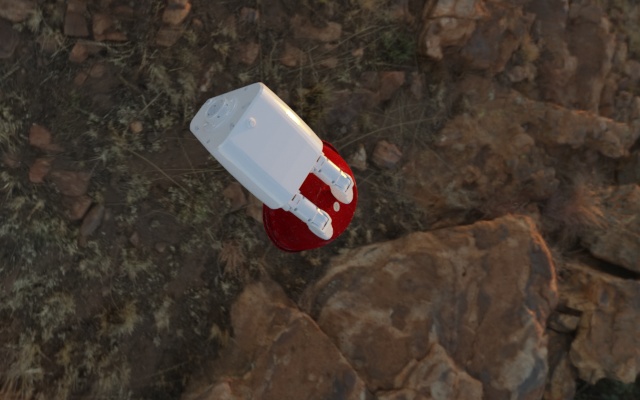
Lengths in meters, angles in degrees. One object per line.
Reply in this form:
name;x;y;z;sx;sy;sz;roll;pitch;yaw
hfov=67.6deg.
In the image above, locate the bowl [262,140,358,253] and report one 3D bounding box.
bowl;0.001;0.003;0.641;0.055;0.162;0.162;20;12;38
